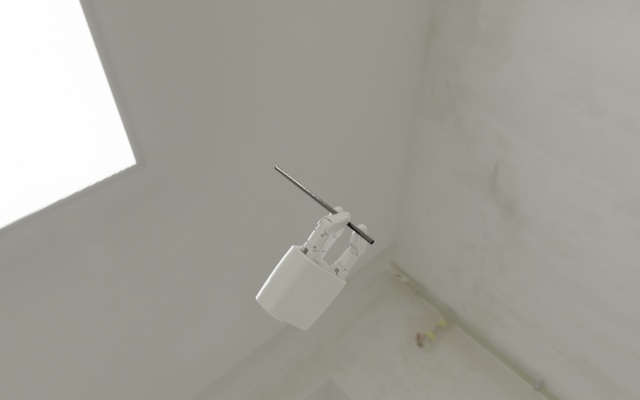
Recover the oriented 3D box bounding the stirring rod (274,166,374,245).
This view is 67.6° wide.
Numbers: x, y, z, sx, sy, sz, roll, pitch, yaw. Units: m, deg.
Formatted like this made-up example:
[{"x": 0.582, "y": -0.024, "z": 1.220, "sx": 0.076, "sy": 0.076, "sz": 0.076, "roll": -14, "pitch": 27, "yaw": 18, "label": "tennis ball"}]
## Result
[{"x": 0.000, "y": 0.003, "z": 0.805, "sx": 0.239, "sy": 0.011, "sz": 0.011, "roll": 38, "pitch": 22, "yaw": 32, "label": "stirring rod"}]
